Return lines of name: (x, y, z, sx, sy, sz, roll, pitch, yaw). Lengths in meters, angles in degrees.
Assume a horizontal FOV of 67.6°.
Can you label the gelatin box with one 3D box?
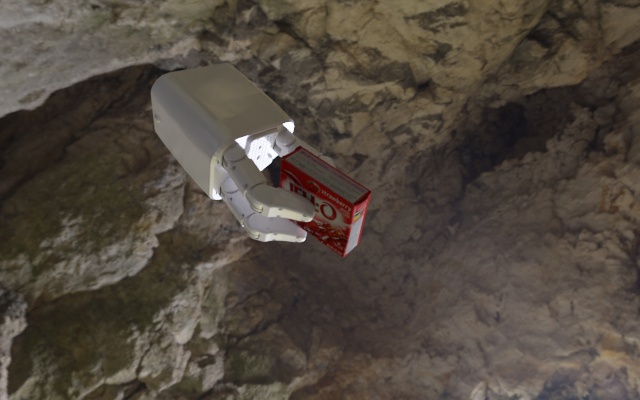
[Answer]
gelatin box: (0.001, 0.001, 0.454, 0.089, 0.073, 0.030, 34, 50, 23)
